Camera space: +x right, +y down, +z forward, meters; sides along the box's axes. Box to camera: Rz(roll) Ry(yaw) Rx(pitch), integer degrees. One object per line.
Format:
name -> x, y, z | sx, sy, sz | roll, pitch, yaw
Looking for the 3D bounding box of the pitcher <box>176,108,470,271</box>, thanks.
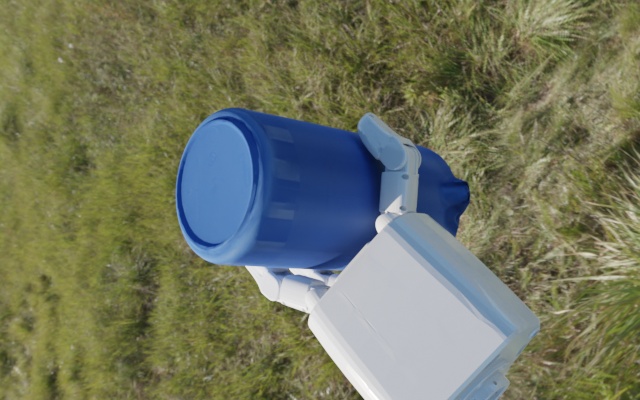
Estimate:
pitcher -> 0.000, 0.001, 0.415 | 0.243, 0.149, 0.145 | 7, 31, -47
